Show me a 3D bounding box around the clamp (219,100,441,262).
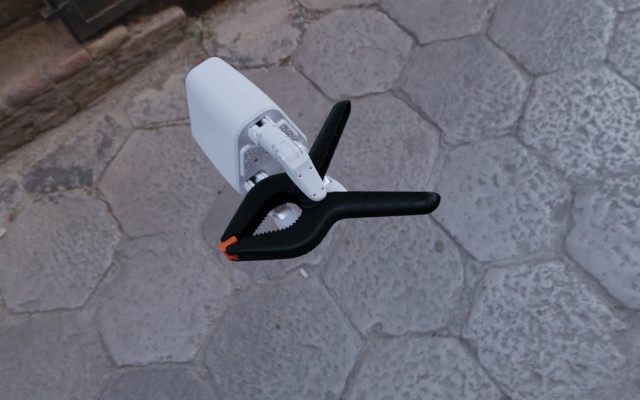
[{"bbox_3d":[-0.001,0.001,0.473,0.210,0.164,0.036,-38,-29,-13],"label":"clamp"}]
